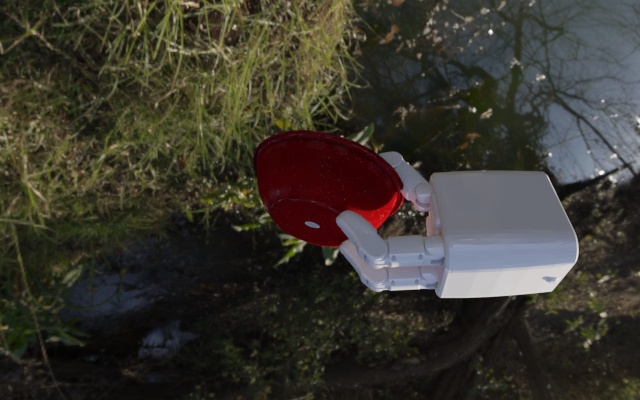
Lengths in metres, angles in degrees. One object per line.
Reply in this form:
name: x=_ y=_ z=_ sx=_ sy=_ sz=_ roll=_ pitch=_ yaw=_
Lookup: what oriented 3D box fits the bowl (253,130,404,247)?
bowl: x=-0.001 y=0.002 z=0.484 sx=0.162 sy=0.055 sz=0.162 roll=13 pitch=-29 yaw=8
